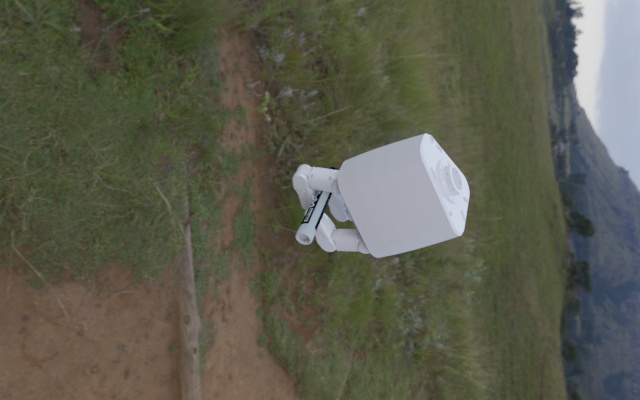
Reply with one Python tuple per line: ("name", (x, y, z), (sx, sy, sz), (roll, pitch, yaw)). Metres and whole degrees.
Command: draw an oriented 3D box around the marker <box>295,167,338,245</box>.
("marker", (0.000, 0.002, 0.554), (0.020, 0.020, 0.121), (0, 41, 24))
